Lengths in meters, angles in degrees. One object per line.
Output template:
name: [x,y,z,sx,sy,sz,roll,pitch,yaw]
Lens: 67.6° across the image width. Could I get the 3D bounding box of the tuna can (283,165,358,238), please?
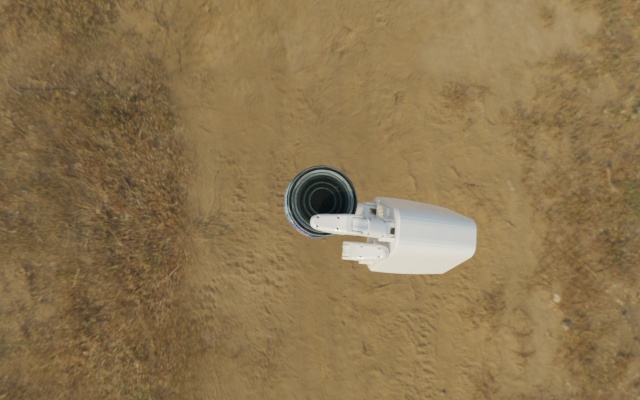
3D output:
tuna can: [0.000,0.002,0.568,0.086,0.086,0.034,0,-4,-10]
